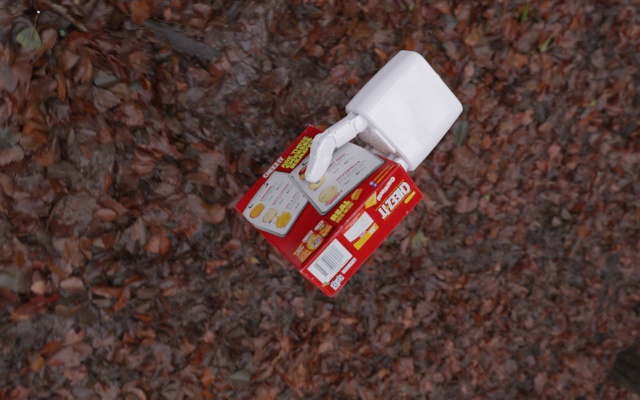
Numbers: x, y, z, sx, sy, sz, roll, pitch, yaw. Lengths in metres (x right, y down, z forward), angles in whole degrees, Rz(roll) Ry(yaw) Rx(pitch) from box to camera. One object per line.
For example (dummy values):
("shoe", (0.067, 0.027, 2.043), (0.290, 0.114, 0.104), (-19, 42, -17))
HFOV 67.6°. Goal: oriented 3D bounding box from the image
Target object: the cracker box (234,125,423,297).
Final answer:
("cracker box", (0.000, 0.002, 0.616), (0.072, 0.164, 0.213), (47, -8, -35))
